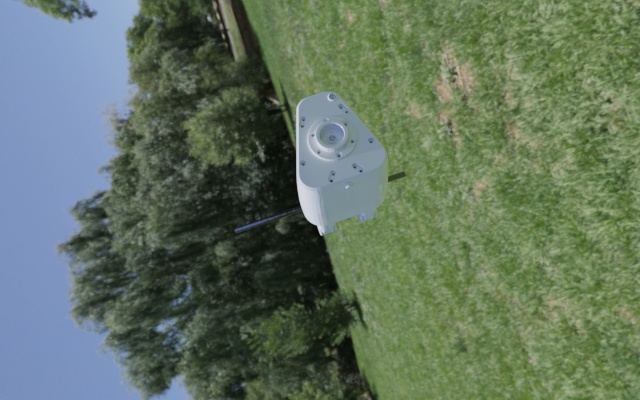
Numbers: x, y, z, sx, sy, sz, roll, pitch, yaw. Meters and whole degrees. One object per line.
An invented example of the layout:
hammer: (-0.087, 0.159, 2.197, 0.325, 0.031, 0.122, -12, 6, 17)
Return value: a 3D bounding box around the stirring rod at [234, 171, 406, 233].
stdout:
stirring rod: (0.000, 0.002, 0.642, 0.239, 0.011, 0.011, -19, 1, -3)
